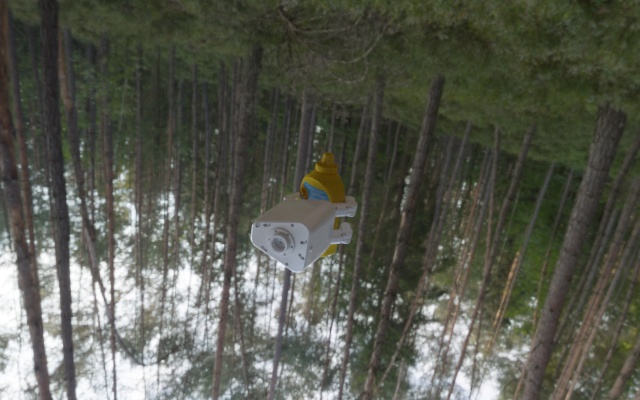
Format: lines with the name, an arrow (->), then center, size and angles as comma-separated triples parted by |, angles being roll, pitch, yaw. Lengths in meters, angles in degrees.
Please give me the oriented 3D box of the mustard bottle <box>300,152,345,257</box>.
mustard bottle -> 0.000, 0.003, 0.900 | 0.058, 0.192, 0.096 | -12, 30, -41
